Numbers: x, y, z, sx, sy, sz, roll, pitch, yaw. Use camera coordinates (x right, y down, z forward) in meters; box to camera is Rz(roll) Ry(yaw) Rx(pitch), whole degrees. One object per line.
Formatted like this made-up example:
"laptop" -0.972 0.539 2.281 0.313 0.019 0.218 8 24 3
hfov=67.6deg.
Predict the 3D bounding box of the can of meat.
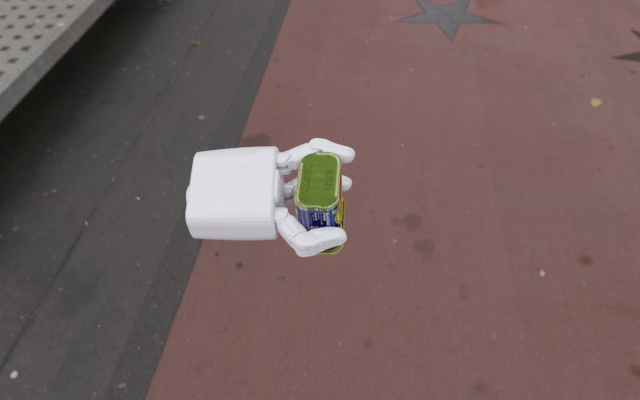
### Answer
"can of meat" 0.000 0.002 0.591 0.057 0.102 0.084 0 -44 5
